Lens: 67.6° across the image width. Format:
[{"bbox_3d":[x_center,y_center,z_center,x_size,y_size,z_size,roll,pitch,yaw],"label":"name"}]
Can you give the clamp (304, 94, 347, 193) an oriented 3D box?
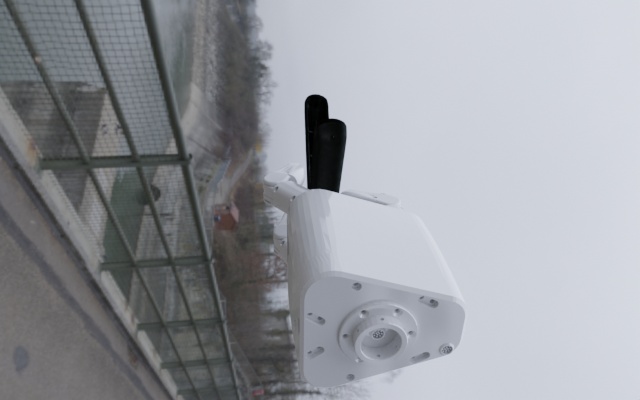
[{"bbox_3d":[0.001,0.002,0.465,0.036,0.210,0.164,-1,26,-4],"label":"clamp"}]
